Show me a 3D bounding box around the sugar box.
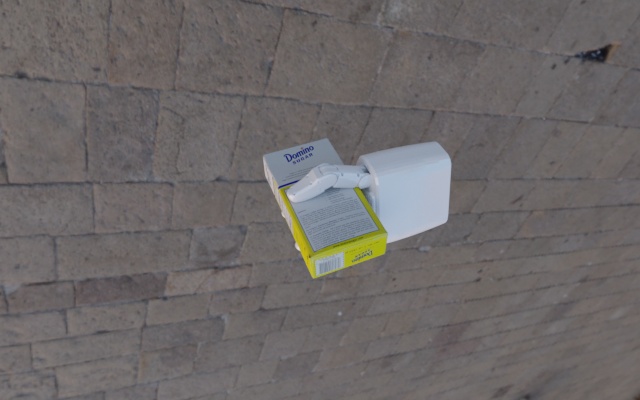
[{"bbox_3d":[0.000,0.002,0.580,0.093,0.048,0.176,-16,47,-13],"label":"sugar box"}]
